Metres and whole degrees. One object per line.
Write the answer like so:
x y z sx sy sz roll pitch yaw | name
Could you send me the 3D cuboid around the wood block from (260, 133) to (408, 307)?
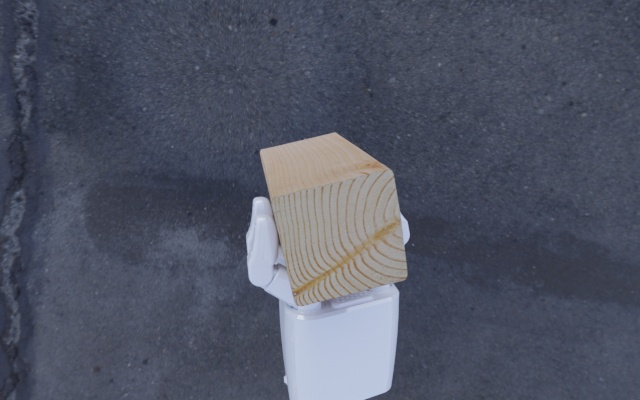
0.000 0.002 0.442 0.091 0.090 0.206 -13 17 -6 | wood block
